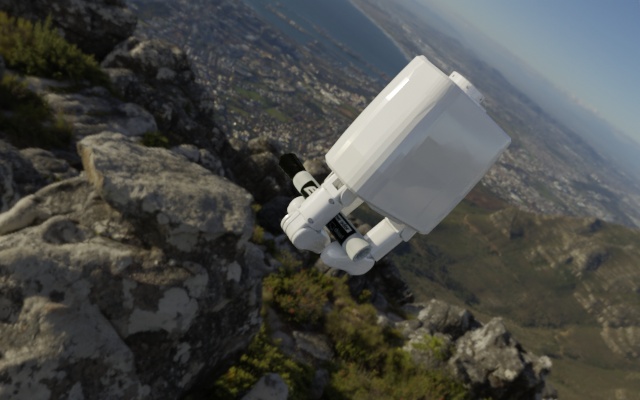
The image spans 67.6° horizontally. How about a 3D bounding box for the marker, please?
[{"bbox_3d":[0.000,0.001,0.402,0.020,0.020,0.121,0,42,-48],"label":"marker"}]
